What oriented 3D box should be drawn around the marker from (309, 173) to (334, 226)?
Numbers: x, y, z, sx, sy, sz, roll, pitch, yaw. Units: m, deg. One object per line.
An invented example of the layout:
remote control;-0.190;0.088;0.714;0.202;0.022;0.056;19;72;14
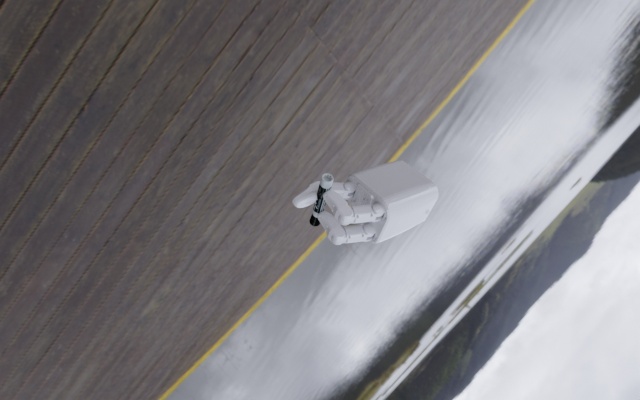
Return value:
marker;0.000;0.003;0.756;0.020;0.020;0.121;0;-37;-12
